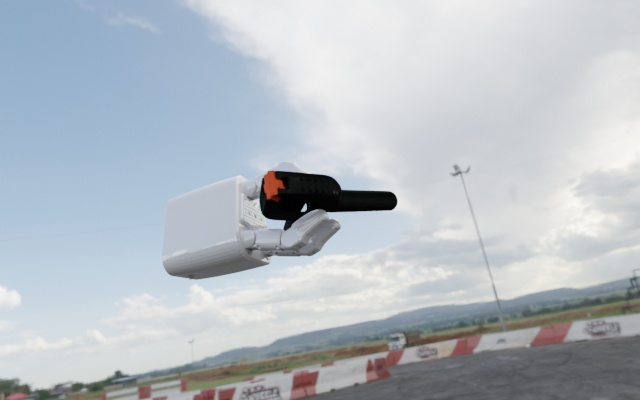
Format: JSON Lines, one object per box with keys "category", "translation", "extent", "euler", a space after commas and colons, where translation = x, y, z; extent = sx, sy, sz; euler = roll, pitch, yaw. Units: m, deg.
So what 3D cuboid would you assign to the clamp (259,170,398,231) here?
{"category": "clamp", "translation": [0.000, 0.001, 0.565], "extent": [0.164, 0.036, 0.210], "euler": [-17, -18, 13]}
